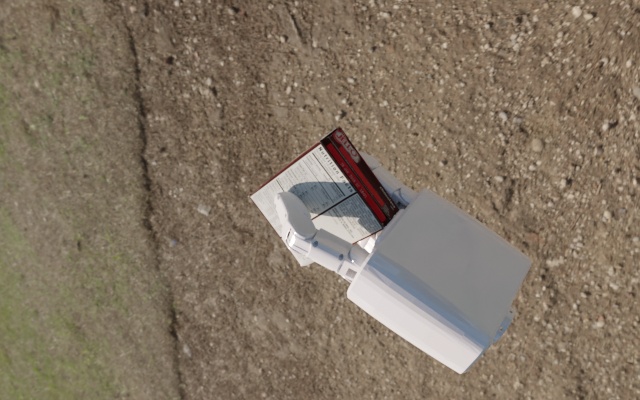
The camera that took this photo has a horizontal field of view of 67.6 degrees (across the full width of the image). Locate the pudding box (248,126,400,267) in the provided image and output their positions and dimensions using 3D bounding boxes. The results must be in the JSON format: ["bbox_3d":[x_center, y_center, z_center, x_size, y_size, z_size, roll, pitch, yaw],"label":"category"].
[{"bbox_3d":[0.000,0.002,0.425,0.113,0.090,0.039,-32,6,40],"label":"pudding box"}]
